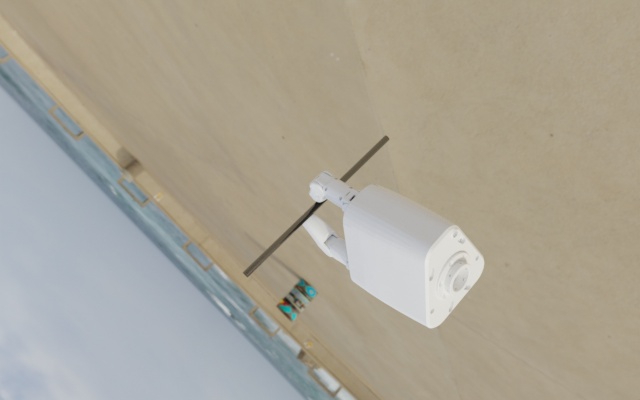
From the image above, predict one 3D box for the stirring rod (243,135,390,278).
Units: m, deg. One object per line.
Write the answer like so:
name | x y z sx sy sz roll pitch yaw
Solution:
stirring rod | 0.000 0.002 0.558 0.239 0.011 0.011 -44 16 -17
